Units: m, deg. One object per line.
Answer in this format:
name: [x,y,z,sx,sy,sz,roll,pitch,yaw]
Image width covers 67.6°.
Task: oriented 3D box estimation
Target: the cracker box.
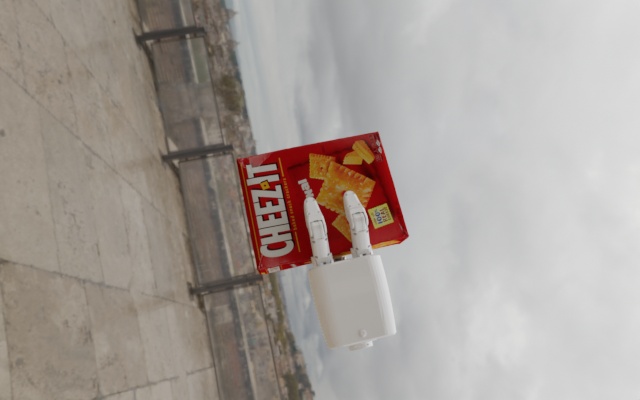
cracker box: [0.000,0.002,0.686,0.213,0.164,0.072,-12,-14,-7]
